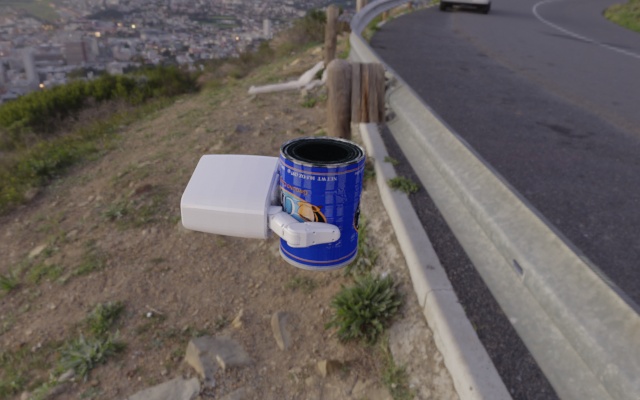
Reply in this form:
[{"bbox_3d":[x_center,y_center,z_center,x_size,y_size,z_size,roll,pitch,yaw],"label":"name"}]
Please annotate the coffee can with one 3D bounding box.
[{"bbox_3d":[0.000,0.002,0.598,0.103,0.140,0.102,2,26,-1],"label":"coffee can"}]
